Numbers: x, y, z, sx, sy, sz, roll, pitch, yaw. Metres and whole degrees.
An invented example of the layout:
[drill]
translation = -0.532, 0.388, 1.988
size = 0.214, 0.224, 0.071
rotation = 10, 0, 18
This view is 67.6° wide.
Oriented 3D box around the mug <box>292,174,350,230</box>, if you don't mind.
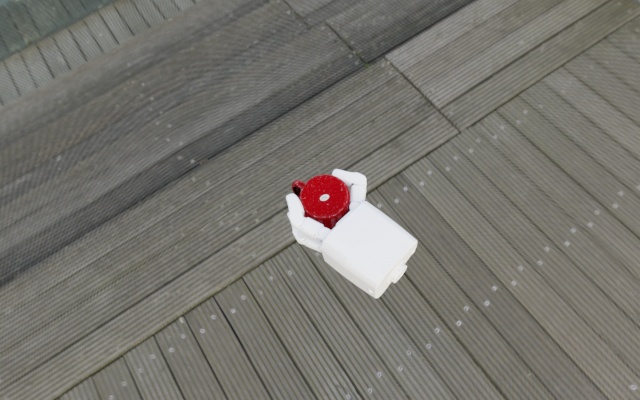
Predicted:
[mug]
translation = -0.001, 0.002, 0.798
size = 0.117, 0.093, 0.081
rotation = 36, -17, 19
